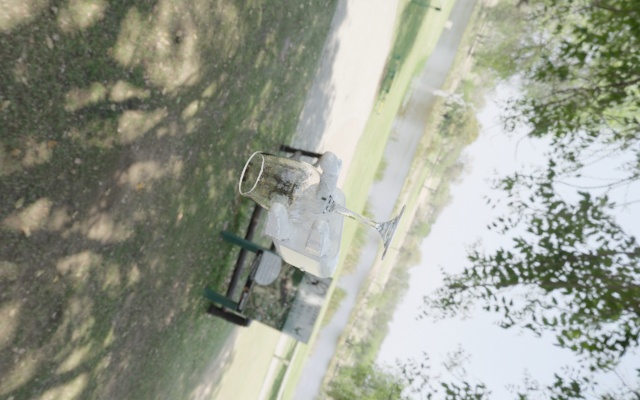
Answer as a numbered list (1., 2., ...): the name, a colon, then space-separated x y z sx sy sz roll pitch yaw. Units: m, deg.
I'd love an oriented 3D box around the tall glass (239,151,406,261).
1. tall glass: 0.001 0.002 0.601 0.201 0.079 0.079 23 4 11
